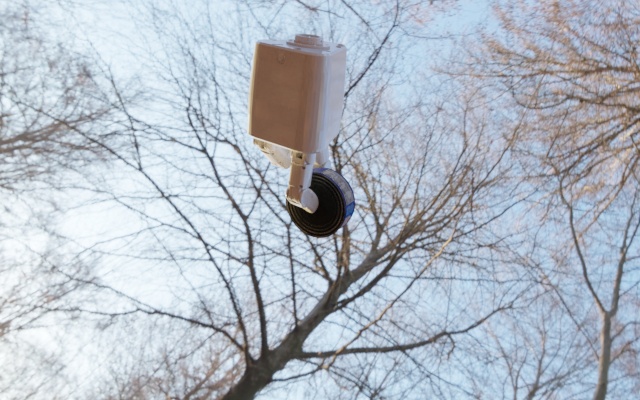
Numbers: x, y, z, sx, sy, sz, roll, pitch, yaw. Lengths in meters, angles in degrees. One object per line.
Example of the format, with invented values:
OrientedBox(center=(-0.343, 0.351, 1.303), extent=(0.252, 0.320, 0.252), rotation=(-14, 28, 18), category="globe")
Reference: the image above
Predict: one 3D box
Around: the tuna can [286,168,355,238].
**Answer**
OrientedBox(center=(0.000, 0.002, 0.608), extent=(0.086, 0.086, 0.033), rotation=(0, 16, 30), category="tuna can")
